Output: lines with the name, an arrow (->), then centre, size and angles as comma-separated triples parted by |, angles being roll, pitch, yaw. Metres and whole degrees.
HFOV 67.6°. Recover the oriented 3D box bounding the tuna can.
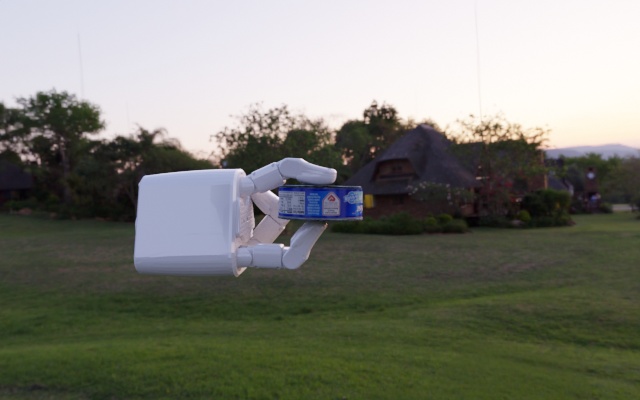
tuna can -> 0.000, 0.001, 0.481 | 0.086, 0.034, 0.086 | 1, 2, 0
